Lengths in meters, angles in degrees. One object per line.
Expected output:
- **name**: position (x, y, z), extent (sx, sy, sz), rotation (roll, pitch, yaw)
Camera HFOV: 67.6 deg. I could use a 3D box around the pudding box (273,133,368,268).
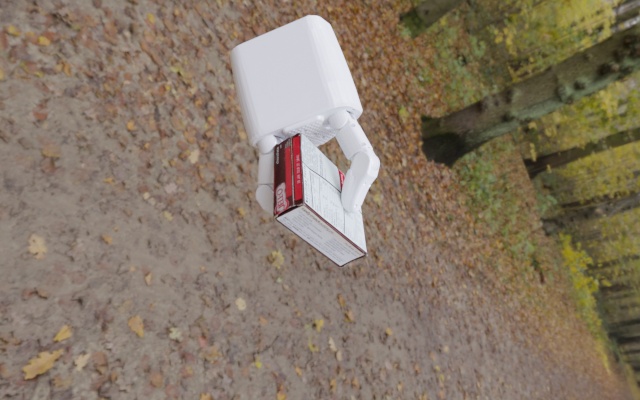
- **pudding box**: position (0.000, 0.001, 0.469), extent (0.039, 0.090, 0.113), rotation (-26, -44, 26)
